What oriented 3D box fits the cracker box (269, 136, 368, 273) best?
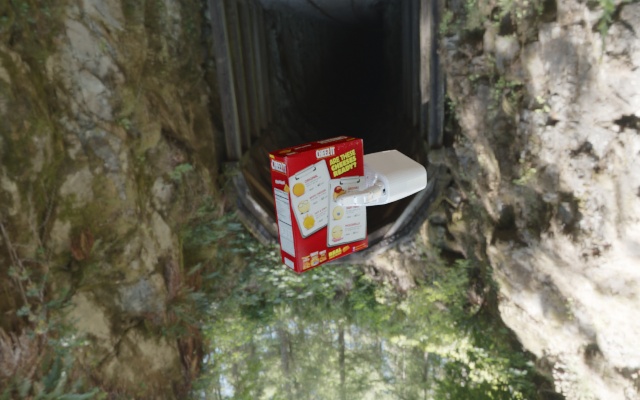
[{"bbox_3d":[0.000,0.003,0.869,0.164,0.214,0.072,-17,21,-32],"label":"cracker box"}]
